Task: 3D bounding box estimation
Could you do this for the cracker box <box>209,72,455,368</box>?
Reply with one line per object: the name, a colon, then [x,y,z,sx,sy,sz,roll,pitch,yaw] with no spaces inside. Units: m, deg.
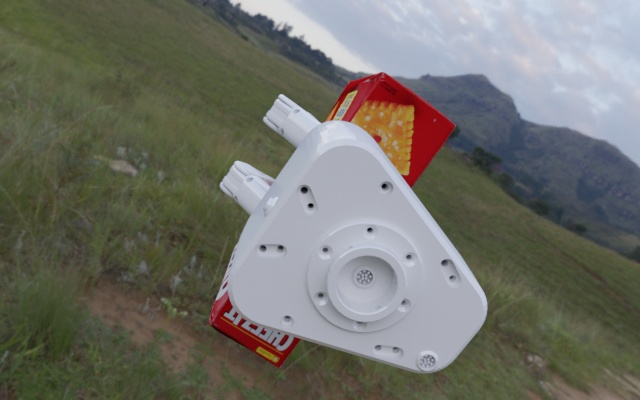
cracker box: [0.000,0.001,0.401,0.072,0.214,0.164,34,9,-9]
